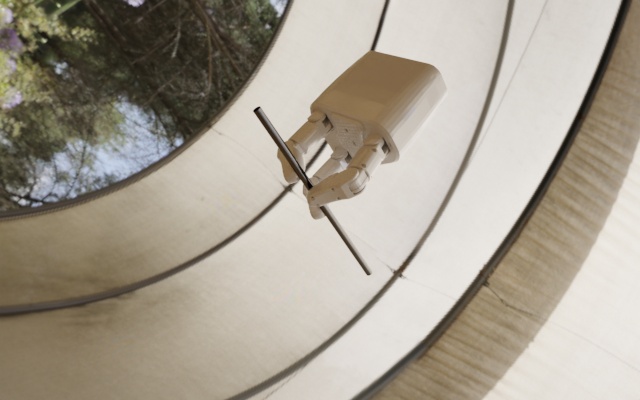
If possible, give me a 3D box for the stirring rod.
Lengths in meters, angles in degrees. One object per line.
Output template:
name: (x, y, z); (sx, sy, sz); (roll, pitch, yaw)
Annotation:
stirring rod: (0.000, 0.002, 0.491); (0.011, 0.011, 0.240); (0, -44, 41)
